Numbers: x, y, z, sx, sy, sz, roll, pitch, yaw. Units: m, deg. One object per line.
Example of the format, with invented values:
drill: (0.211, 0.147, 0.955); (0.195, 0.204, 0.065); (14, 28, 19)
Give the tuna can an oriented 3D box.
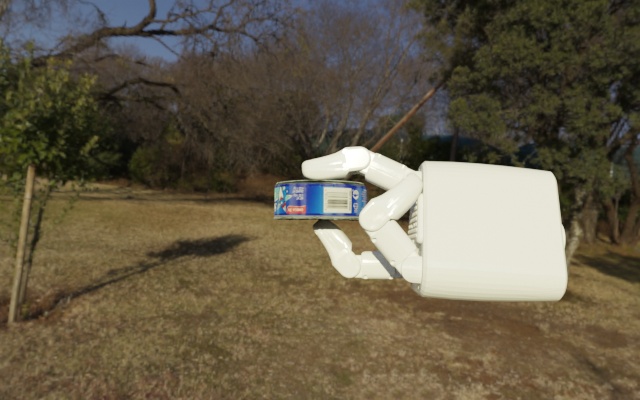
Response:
tuna can: (0.000, 0.001, 0.438); (0.086, 0.034, 0.086); (1, -3, 0)
